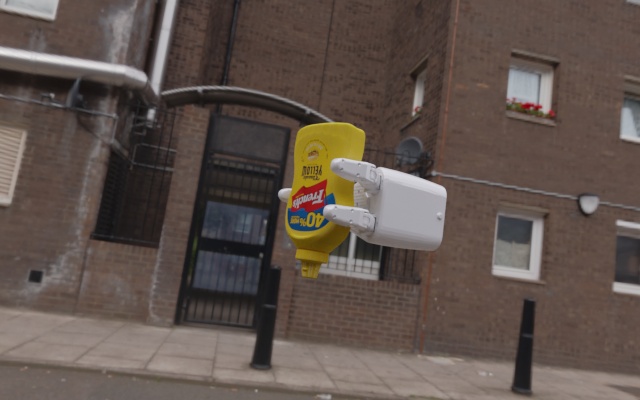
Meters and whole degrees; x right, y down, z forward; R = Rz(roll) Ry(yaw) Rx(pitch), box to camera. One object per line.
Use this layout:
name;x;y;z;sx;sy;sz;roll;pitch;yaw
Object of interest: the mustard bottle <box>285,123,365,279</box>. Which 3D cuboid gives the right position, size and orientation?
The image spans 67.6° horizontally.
mustard bottle;0.000;0.002;0.602;0.096;0.191;0.058;1;-11;40
